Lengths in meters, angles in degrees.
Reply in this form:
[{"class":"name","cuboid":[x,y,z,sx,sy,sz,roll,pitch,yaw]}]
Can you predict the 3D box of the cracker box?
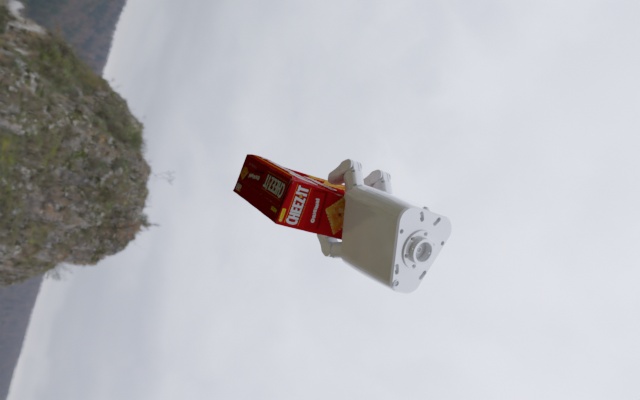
[{"class":"cracker box","cuboid":[0.000,0.003,0.719,0.214,0.072,0.164,17,6,-33]}]
